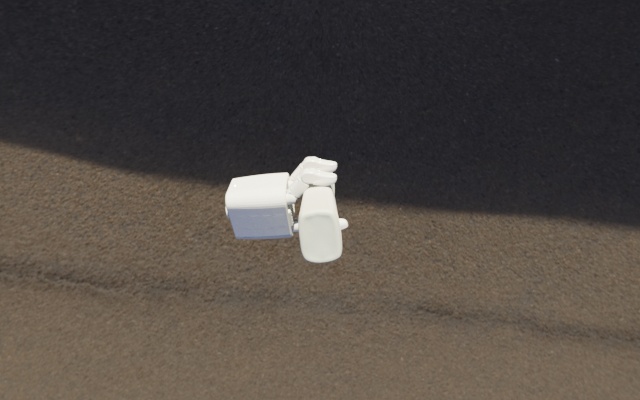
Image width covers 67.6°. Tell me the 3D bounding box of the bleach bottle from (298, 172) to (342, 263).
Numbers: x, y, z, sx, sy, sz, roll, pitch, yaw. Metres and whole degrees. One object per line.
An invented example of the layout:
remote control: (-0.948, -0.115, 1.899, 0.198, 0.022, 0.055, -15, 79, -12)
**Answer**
bleach bottle: (0.000, 0.003, 0.866, 0.068, 0.103, 0.250, -5, 26, 3)
